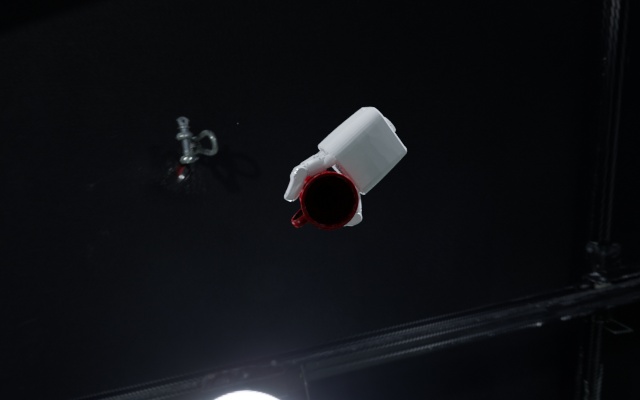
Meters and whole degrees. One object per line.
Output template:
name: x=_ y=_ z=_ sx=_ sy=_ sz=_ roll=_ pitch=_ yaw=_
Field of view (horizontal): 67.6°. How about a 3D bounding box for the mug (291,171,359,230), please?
mug: x=-0.001 y=0.004 z=0.791 sx=0.117 sy=0.093 sz=0.081 roll=-42 pitch=13 yaw=0
